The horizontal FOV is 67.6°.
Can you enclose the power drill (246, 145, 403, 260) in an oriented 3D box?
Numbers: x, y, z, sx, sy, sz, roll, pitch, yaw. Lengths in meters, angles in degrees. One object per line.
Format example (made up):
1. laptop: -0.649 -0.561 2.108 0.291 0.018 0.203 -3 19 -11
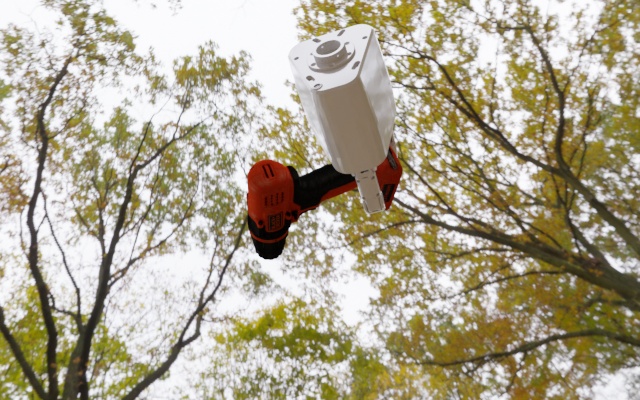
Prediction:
1. power drill: 0.001 0.002 0.592 0.187 0.057 0.185 -18 -29 -16
